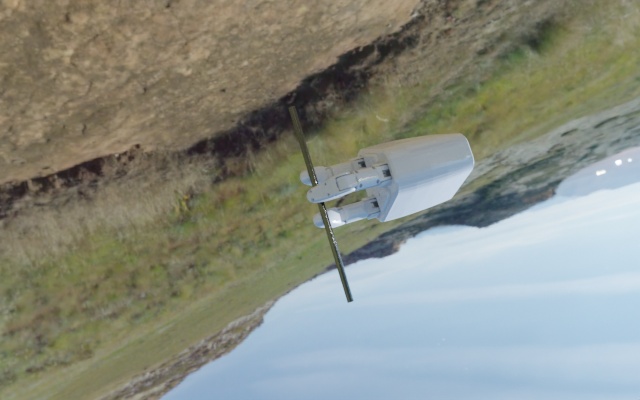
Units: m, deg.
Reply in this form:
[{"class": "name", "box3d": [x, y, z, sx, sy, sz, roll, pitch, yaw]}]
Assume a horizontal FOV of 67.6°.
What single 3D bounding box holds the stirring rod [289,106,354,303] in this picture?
[{"class": "stirring rod", "box3d": [0.000, 0.002, 0.561, 0.011, 0.239, 0.011, -17, -7, -2]}]
